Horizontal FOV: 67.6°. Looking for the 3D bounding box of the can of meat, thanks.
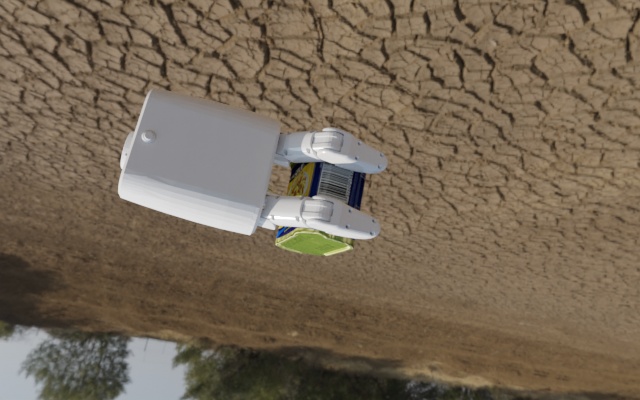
[{"bbox_3d":[0.000,0.002,0.430,0.057,0.084,0.102,16,-17,-15],"label":"can of meat"}]
